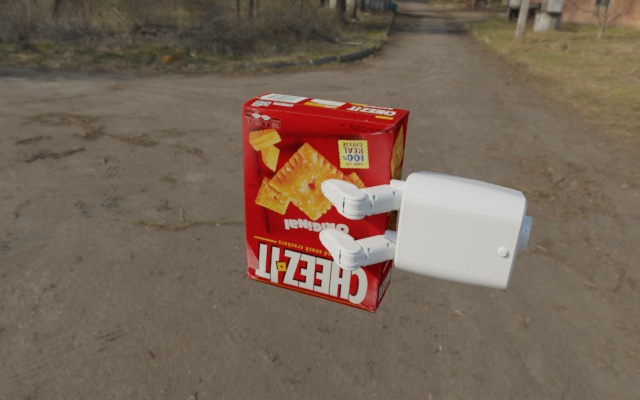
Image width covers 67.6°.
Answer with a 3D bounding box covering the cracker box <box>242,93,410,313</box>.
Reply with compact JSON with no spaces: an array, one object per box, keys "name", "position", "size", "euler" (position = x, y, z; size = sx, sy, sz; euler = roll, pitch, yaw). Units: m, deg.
[{"name":"cracker box","position":[0.000,0.001,0.522],"size":[0.164,0.214,0.072],"euler":[12,26,19]}]
